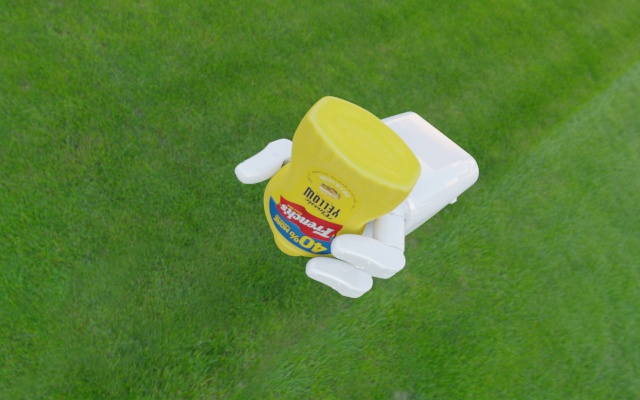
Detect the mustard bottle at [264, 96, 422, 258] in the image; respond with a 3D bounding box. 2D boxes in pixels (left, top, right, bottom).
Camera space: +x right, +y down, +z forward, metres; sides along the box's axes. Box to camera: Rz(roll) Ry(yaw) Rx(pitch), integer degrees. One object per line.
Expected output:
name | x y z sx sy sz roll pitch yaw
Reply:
mustard bottle | 0.000 0.001 0.419 0.096 0.058 0.192 35 -36 -2
